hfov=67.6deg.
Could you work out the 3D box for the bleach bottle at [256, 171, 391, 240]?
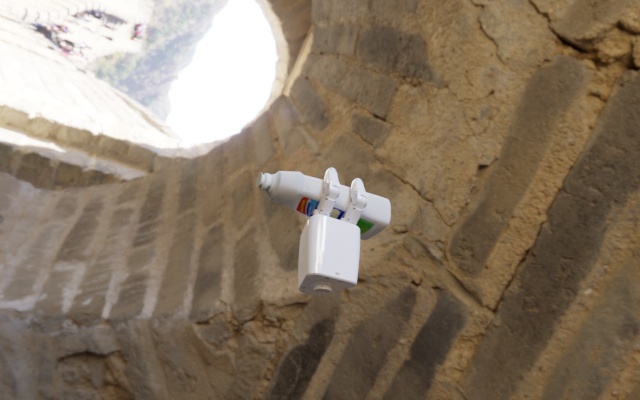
[{"bbox_3d":[0.000,0.003,0.874,0.251,0.068,0.103,17,-31,-23],"label":"bleach bottle"}]
